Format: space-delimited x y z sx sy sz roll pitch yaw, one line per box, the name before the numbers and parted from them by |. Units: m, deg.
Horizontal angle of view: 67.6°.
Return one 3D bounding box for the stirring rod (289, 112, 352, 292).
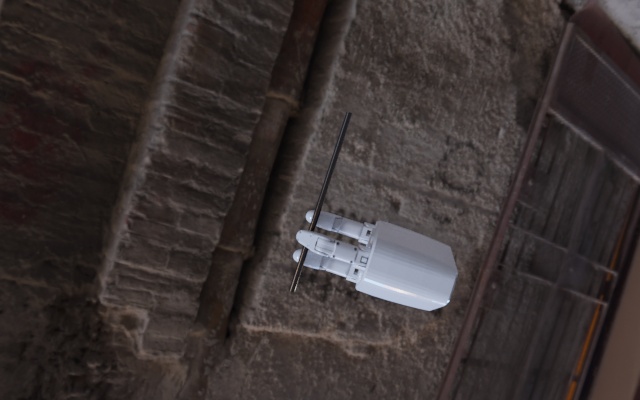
stirring rod | 0.000 0.002 0.613 0.011 0.239 0.011 18 0 0
